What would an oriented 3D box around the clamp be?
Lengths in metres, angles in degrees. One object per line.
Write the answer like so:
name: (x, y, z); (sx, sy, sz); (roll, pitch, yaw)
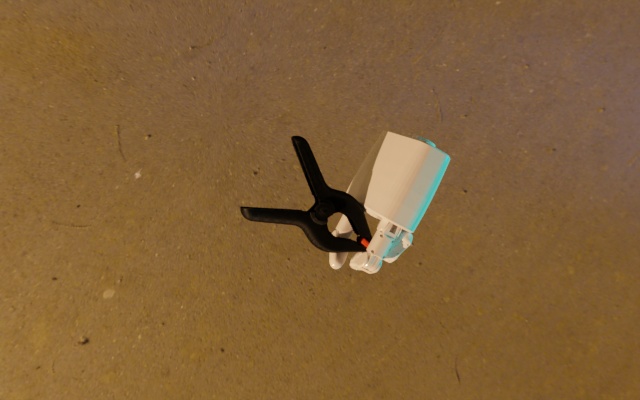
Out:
clamp: (0.000, 0.002, 0.597); (0.171, 0.120, 0.039); (28, 4, -15)
